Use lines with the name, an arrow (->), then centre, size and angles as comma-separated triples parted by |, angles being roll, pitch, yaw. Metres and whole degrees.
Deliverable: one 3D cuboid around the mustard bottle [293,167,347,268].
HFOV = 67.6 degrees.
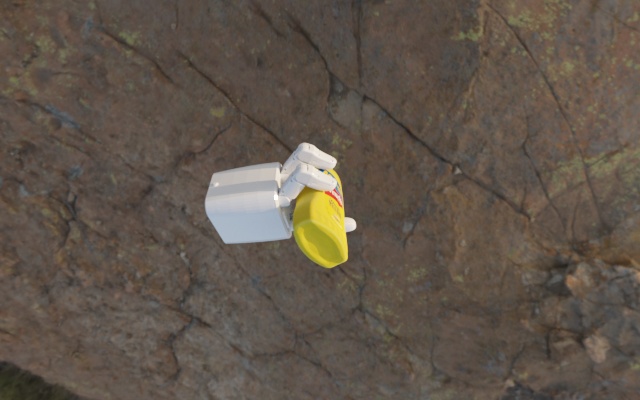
mustard bottle -> 0.000, 0.002, 0.709 | 0.058, 0.096, 0.191 | -28, 33, 20
